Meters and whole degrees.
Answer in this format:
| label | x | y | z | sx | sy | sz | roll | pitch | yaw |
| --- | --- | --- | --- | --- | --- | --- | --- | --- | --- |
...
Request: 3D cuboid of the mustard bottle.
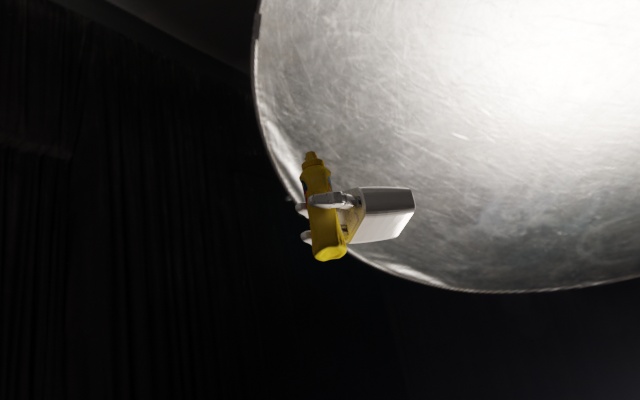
| label | x | y | z | sx | sy | sz | roll | pitch | yaw |
| --- | --- | --- | --- | --- | --- | --- | --- | --- | --- |
| mustard bottle | 0.000 | 0.003 | 0.829 | 0.058 | 0.191 | 0.096 | -11 | -19 | 1 |
